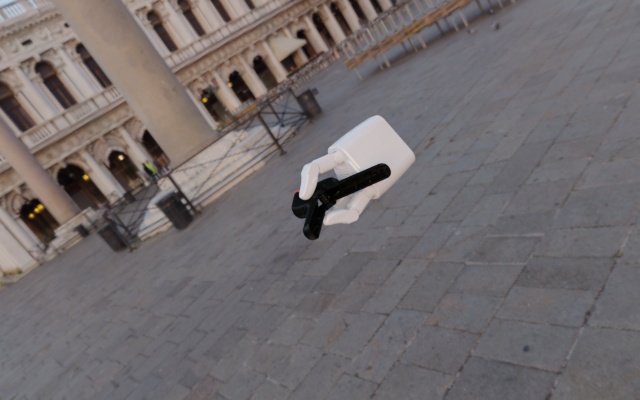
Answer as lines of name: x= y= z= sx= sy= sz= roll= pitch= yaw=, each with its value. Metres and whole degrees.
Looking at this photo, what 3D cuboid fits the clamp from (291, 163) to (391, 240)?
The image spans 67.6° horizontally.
clamp: x=0.000 y=0.002 z=0.765 sx=0.164 sy=0.036 sz=0.210 roll=-41 pitch=17 yaw=-24
